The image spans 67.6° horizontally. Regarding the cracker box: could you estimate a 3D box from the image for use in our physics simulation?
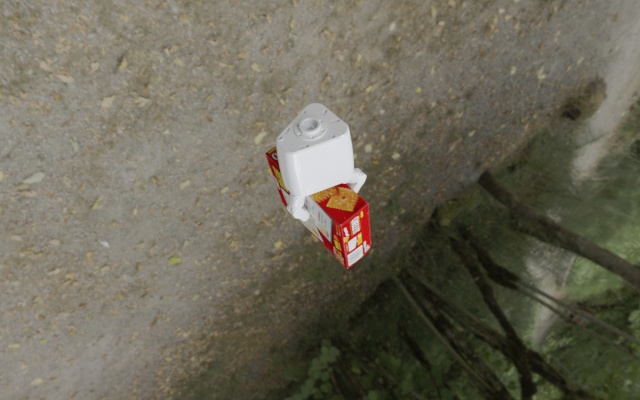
[{"bbox_3d":[0.000,0.003,0.888,0.072,0.213,0.164,-37,-31,-16],"label":"cracker box"}]
